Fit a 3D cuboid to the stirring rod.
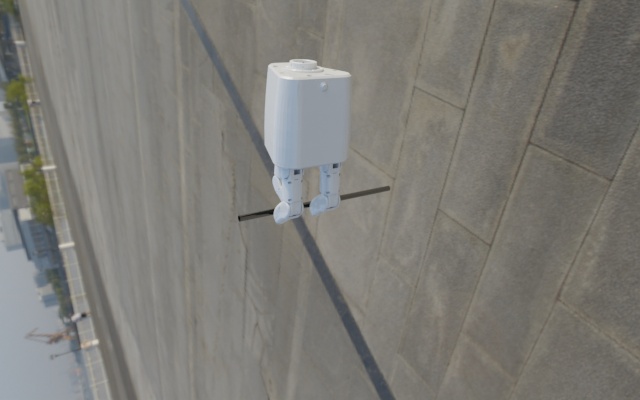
[{"bbox_3d":[0.000,0.002,0.661,0.239,0.011,0.011,-11,6,-29],"label":"stirring rod"}]
